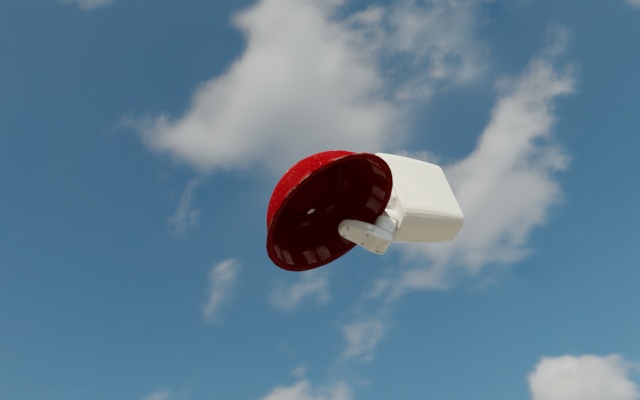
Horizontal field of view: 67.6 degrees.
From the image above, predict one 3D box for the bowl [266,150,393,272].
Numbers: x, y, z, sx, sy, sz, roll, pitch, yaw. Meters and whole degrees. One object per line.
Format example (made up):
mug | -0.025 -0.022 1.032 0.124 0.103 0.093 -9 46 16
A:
bowl | -0.001 0.001 0.524 0.162 0.162 0.055 0 38 -43
